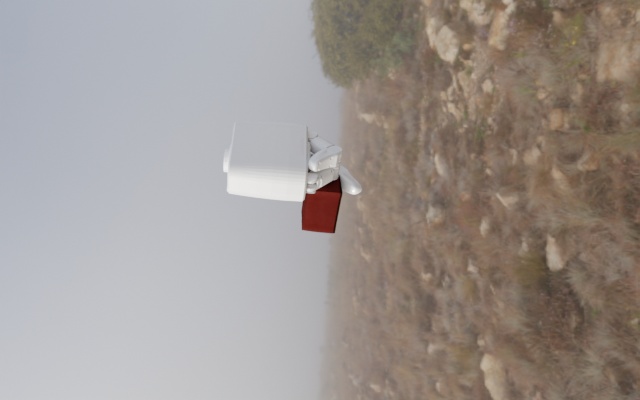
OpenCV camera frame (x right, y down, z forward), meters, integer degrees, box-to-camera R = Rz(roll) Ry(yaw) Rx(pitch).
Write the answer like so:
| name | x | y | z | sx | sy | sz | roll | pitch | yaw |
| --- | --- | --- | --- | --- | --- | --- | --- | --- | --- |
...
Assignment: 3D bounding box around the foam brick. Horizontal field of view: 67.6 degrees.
| name | x | y | z | sx | sy | sz | roll | pitch | yaw |
| --- | --- | --- | --- | --- | --- | --- | --- | --- | --- |
| foam brick | 0.000 | 0.003 | 0.714 | 0.051 | 0.078 | 0.053 | 4 | 36 | -7 |
